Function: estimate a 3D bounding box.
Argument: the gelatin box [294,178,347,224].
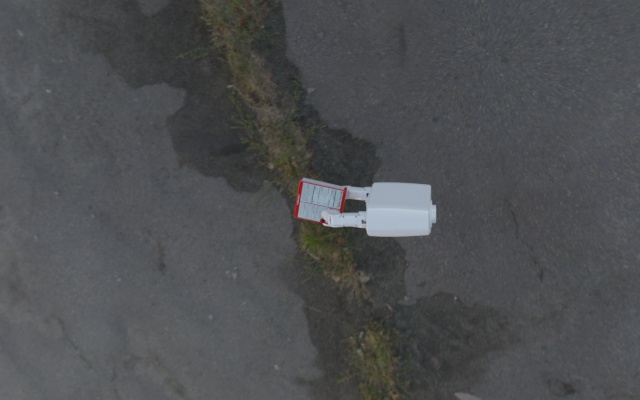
[{"bbox_3d":[0.000,0.003,0.892,0.089,0.073,0.030,12,18,7],"label":"gelatin box"}]
